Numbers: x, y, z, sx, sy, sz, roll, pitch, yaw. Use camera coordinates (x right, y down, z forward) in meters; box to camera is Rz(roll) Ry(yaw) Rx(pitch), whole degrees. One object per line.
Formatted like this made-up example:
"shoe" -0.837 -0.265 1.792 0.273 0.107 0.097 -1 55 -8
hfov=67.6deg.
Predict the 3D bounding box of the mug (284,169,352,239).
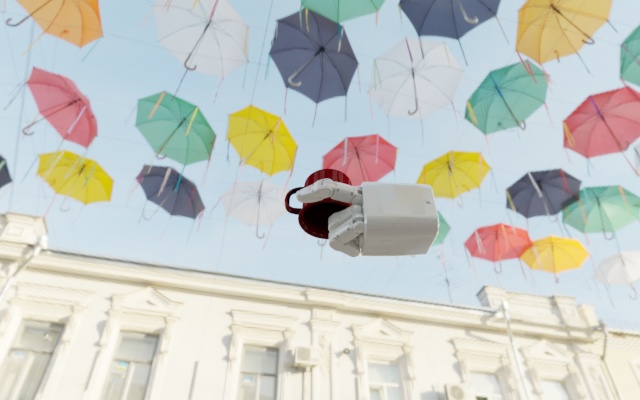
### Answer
"mug" -0.001 0.002 0.776 0.117 0.081 0.093 2 -44 0
